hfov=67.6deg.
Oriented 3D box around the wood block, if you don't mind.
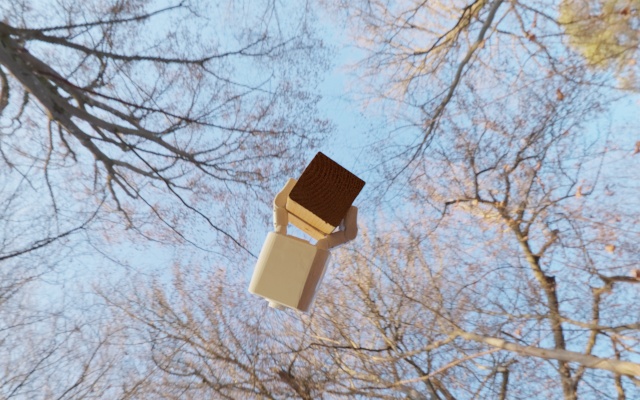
[{"bbox_3d":[0.000,0.003,0.816,0.091,0.090,0.206,33,-13,1],"label":"wood block"}]
